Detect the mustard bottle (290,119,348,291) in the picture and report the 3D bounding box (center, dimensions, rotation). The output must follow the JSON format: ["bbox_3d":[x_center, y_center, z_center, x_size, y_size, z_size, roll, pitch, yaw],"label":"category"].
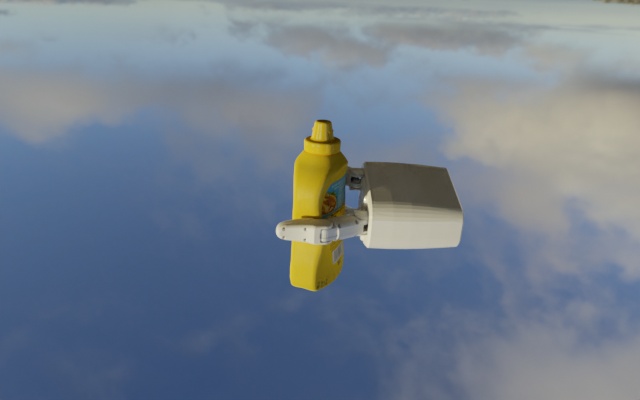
[{"bbox_3d":[0.000,0.002,0.558,0.058,0.192,0.096,12,24,20],"label":"mustard bottle"}]
